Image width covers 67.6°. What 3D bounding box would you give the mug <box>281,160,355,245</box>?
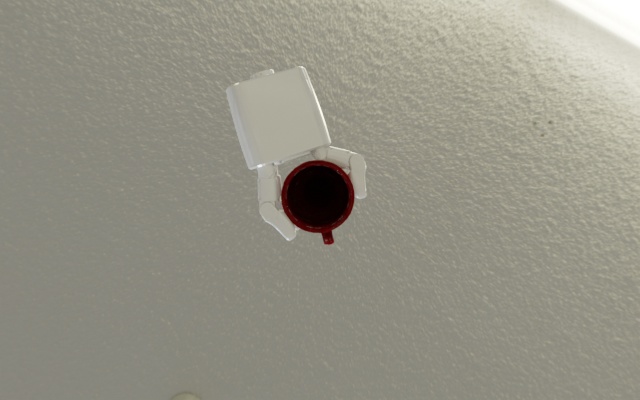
[{"bbox_3d":[0.001,0.003,0.642,0.093,0.117,0.081,-16,7,2],"label":"mug"}]
